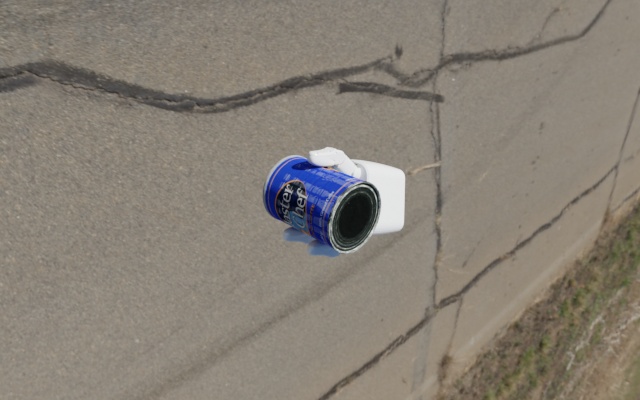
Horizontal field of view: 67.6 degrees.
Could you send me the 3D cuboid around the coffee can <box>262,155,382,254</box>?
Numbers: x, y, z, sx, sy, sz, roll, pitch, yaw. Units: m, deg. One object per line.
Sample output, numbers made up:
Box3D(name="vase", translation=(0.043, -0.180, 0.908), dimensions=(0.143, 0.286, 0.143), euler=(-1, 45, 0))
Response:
Box3D(name="coffee can", translation=(0.000, 0.002, 0.679), dimensions=(0.103, 0.103, 0.140), euler=(0, 18, -46))
